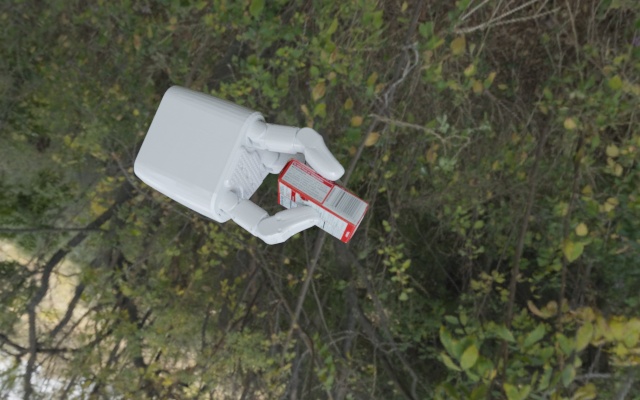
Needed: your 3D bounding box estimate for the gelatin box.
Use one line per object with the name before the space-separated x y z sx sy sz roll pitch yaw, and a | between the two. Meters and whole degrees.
gelatin box | 0.000 0.002 0.480 0.089 0.030 0.073 31 -17 6
